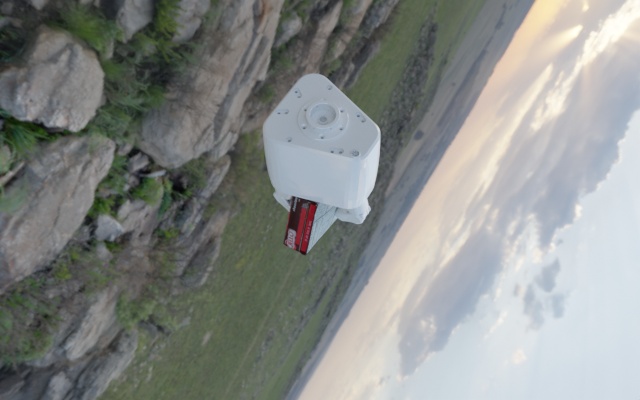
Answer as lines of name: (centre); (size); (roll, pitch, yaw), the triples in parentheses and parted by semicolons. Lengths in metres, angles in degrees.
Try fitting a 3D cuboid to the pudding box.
pudding box: (0.000, 0.002, 0.605); (0.039, 0.090, 0.113); (28, 41, 16)
